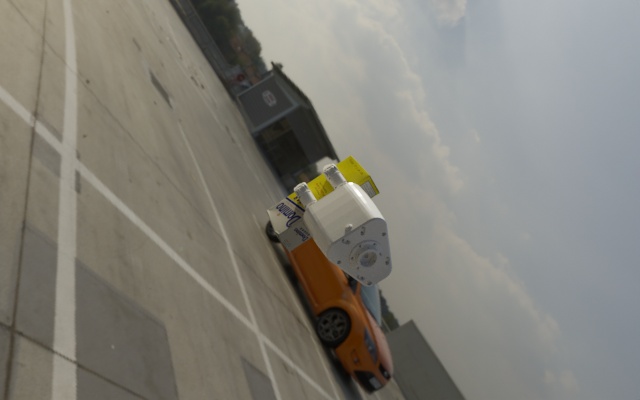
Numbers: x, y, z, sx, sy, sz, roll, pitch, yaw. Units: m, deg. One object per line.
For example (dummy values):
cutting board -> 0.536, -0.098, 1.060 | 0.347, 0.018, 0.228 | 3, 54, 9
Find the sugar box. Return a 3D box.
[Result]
sugar box -> 0.000, 0.002, 0.790 | 0.176, 0.048, 0.093 | -32, 31, -1
